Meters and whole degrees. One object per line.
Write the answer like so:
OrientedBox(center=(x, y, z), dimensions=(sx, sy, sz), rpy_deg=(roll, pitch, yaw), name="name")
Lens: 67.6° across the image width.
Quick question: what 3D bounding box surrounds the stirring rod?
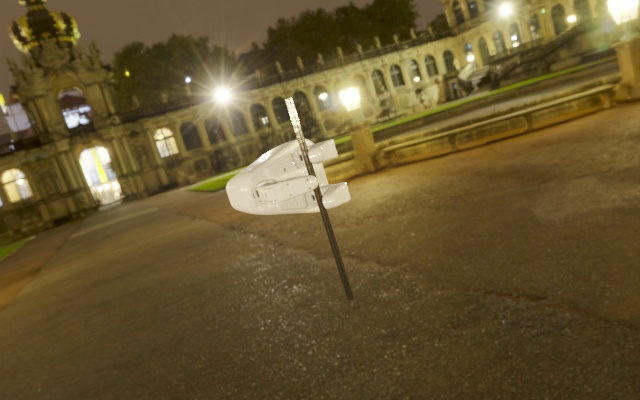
OrientedBox(center=(0.000, 0.002, 0.542), dimensions=(0.011, 0.239, 0.011), rpy_deg=(-17, 8, 3), name="stirring rod")
